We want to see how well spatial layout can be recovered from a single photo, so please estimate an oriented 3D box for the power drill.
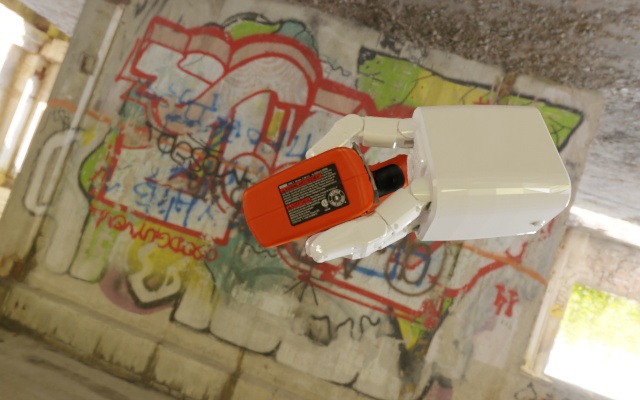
[{"bbox_3d":[0.000,0.001,0.459,0.184,0.057,0.187,-24,-5,16],"label":"power drill"}]
